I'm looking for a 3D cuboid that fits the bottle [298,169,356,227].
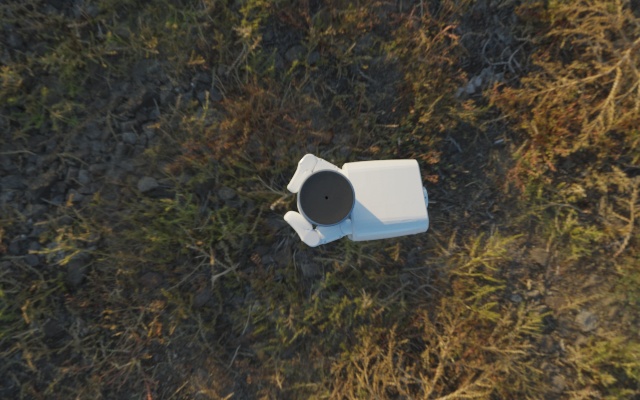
[{"bbox_3d":[0.000,0.002,0.689,0.069,0.069,0.296,0,-2,-3],"label":"bottle"}]
